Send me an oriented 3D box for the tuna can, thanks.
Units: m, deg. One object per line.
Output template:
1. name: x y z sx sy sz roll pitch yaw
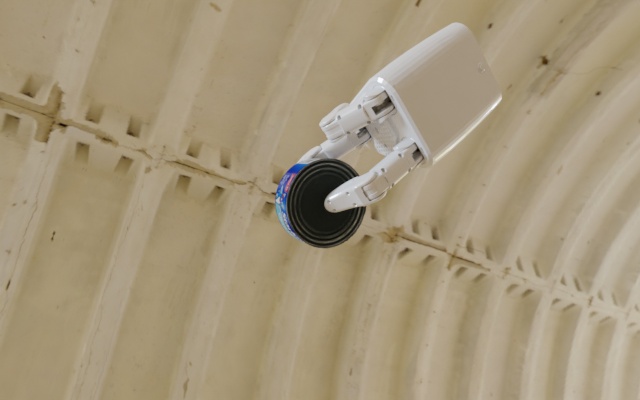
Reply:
1. tuna can: 0.000 0.002 0.465 0.086 0.086 0.034 0 5 -27
